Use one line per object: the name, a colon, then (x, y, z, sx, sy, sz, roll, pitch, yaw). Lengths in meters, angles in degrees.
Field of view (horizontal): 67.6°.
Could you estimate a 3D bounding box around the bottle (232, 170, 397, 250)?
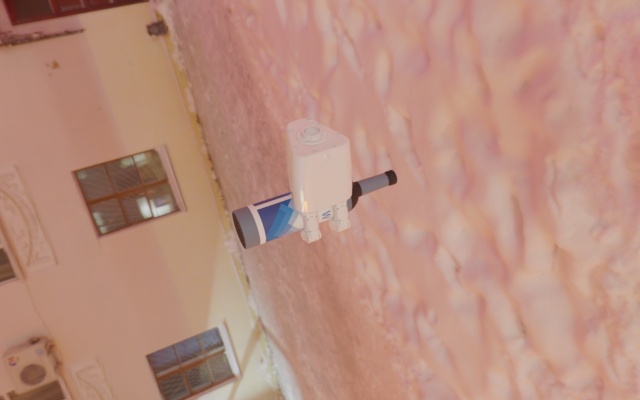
bottle: (0.000, 0.003, 0.818, 0.295, 0.069, 0.069, -19, 6, -18)
